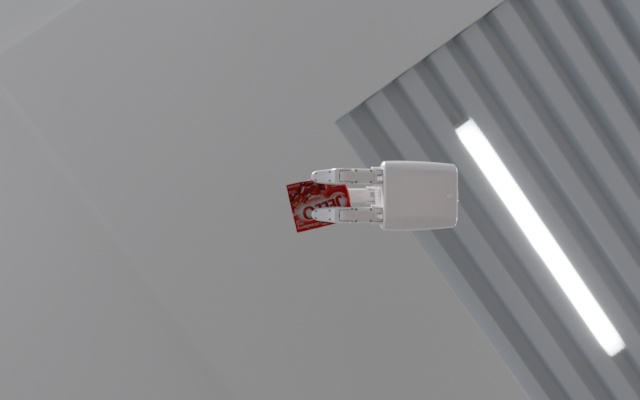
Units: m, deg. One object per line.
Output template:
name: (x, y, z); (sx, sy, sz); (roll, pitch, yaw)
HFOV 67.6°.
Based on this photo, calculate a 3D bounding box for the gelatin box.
gelatin box: (0.000, 0.002, 0.711); (0.089, 0.073, 0.030); (-13, 1, 4)
